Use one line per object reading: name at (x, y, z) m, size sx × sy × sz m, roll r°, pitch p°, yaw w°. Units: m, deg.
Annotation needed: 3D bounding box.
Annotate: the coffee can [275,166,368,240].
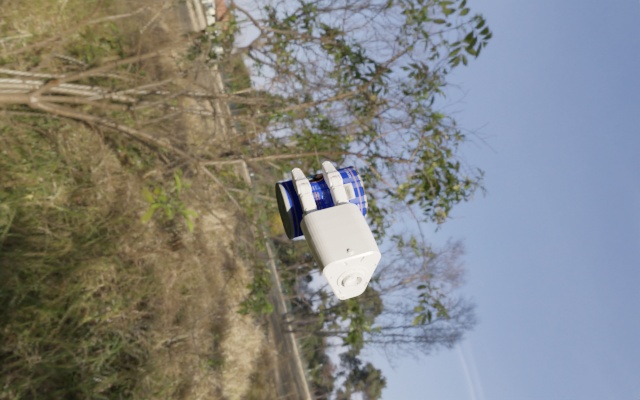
coffee can at (0.000, 0.003, 0.848) m, size 0.140 × 0.103 × 0.103 m, roll -14°, pitch 3°, yaw -12°
